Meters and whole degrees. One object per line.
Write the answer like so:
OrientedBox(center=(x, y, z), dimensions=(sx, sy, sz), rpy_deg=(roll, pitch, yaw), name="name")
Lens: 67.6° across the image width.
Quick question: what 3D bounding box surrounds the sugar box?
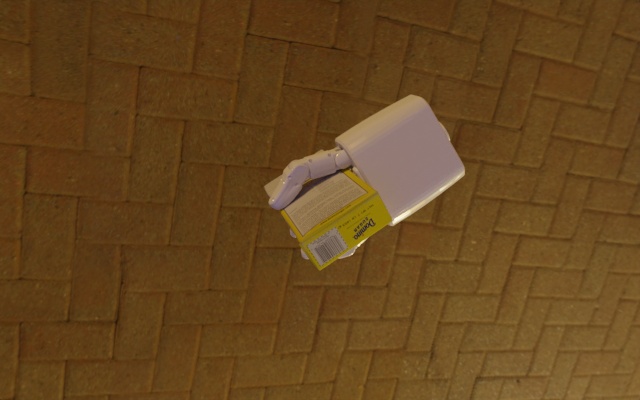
OrientedBox(center=(0.000, 0.002, 0.544), dimensions=(0.093, 0.048, 0.176), rpy_deg=(-33, 24, -4), name="sugar box")
